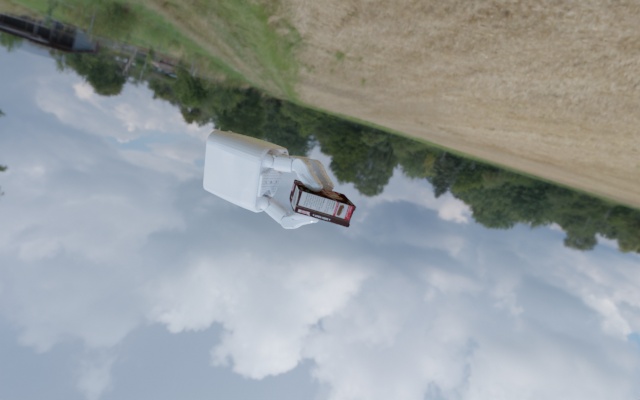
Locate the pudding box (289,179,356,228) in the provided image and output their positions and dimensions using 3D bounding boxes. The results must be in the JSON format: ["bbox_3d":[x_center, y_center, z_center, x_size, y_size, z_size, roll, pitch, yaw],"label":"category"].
[{"bbox_3d":[0.000,0.003,0.747,0.090,0.039,0.113,16,10,-9],"label":"pudding box"}]
